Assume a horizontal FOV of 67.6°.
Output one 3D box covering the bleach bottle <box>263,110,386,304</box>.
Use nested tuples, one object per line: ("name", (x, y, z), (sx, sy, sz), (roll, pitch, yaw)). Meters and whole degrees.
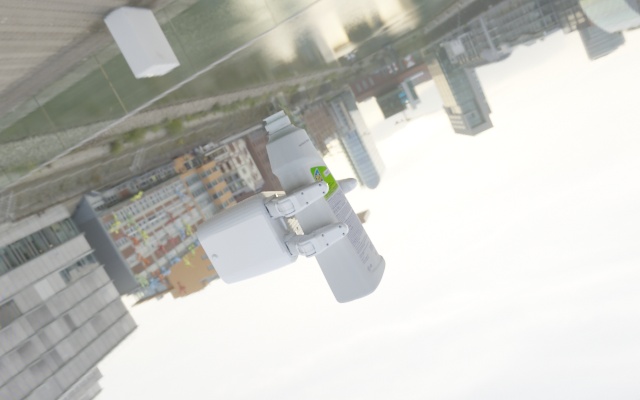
("bleach bottle", (0.000, 0.002, 0.617), (0.068, 0.251, 0.102), (-23, 11, 21))
